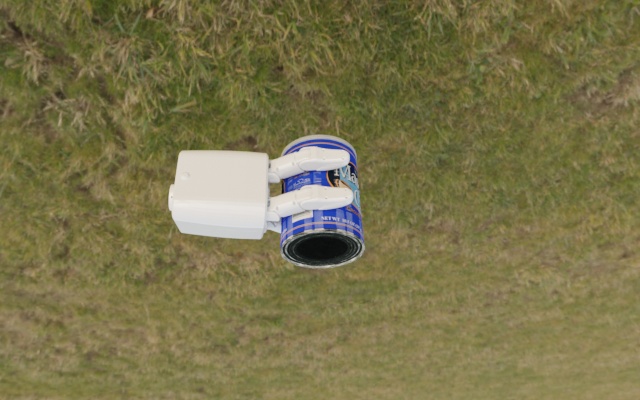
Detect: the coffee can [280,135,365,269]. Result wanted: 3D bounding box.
[{"bbox_3d":[0.000,0.002,0.612,0.103,0.140,0.103,-2,-32,-1],"label":"coffee can"}]
